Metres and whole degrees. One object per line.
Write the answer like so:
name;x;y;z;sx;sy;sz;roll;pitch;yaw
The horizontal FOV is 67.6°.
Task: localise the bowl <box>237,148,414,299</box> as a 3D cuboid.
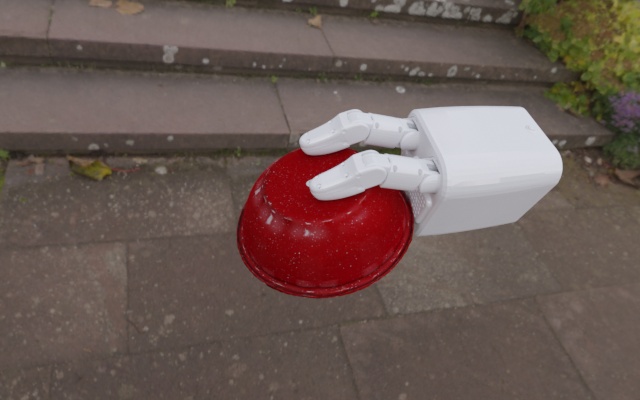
bowl;-0.001;0.002;0.414;0.162;0.162;0.055;0;-42;9
